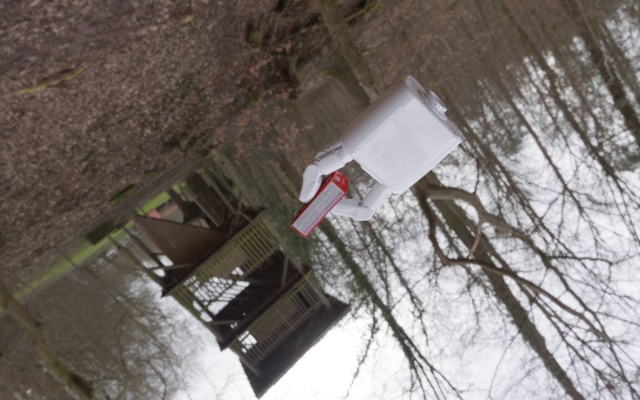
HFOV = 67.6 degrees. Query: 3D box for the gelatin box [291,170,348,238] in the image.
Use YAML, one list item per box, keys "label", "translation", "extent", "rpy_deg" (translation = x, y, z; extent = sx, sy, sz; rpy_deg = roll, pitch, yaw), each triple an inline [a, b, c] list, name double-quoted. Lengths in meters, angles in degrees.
- label: "gelatin box"
  translation: [0.000, 0.003, 0.662]
  extent: [0.030, 0.089, 0.073]
  rpy_deg: [40, 13, -5]
